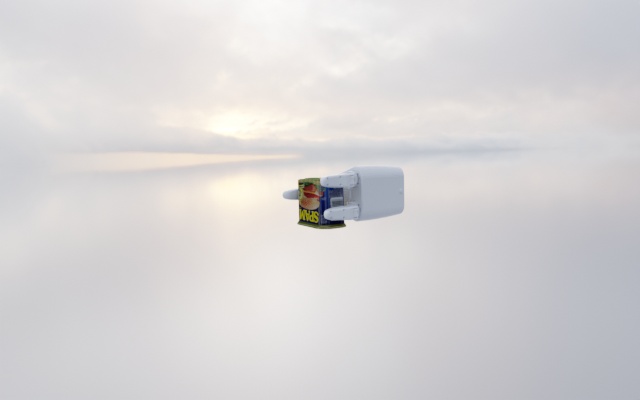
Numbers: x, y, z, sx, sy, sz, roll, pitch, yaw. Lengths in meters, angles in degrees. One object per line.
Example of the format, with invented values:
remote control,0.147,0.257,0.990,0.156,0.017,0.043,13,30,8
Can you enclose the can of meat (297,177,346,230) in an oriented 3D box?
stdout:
can of meat,0.000,0.002,0.839,0.057,0.084,0.102,-4,6,-30
